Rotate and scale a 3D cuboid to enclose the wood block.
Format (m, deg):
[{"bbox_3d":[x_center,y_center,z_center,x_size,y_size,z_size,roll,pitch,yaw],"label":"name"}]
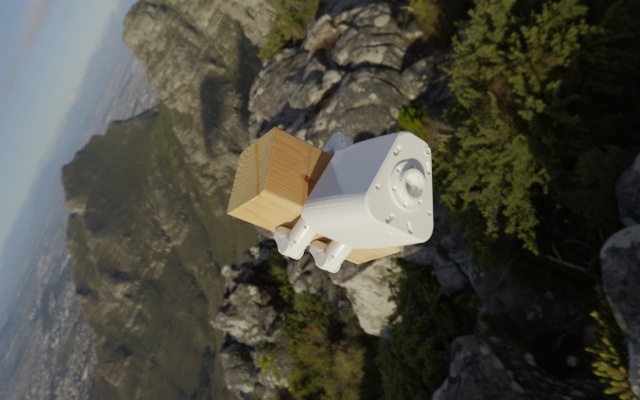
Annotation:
[{"bbox_3d":[0.000,0.002,0.609,0.206,0.090,0.090,25,-31,-29],"label":"wood block"}]
